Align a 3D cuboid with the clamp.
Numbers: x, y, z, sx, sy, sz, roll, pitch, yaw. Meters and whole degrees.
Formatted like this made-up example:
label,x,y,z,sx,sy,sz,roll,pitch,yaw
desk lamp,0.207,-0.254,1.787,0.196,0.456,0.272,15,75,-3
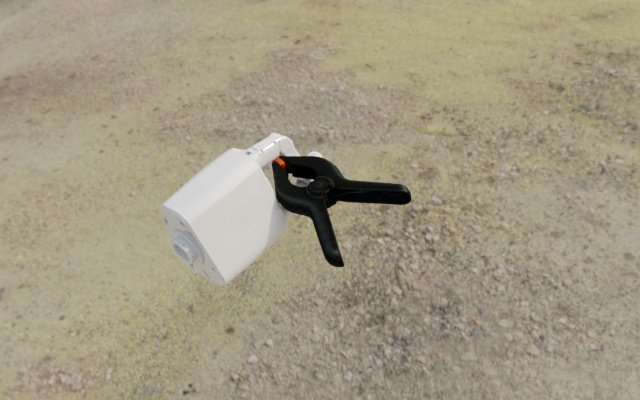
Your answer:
label,x,y,z,sx,sy,sz,roll,pitch,yaw
clamp,0.000,0.001,0.532,0.171,0.039,0.120,23,52,32
